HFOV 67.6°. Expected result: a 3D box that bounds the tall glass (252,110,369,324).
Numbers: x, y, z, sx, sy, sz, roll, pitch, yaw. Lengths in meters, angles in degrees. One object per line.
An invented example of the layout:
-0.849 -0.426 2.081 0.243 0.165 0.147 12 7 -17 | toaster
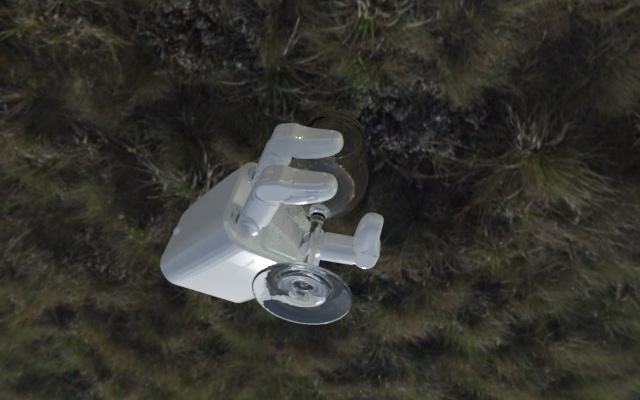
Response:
0.000 0.002 0.416 0.079 0.079 0.200 0 43 12 | tall glass
